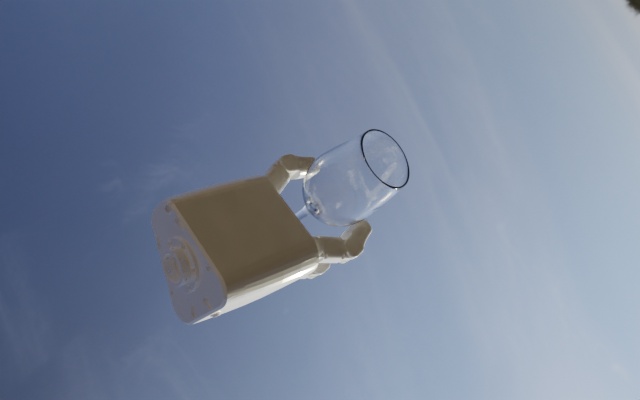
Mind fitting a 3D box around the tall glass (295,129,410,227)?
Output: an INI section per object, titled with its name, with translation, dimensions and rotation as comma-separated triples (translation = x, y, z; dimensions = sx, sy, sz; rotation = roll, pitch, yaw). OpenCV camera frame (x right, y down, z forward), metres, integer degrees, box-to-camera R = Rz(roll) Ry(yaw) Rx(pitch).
[tall glass]
translation = 0.000, 0.002, 0.505
dimensions = 0.079, 0.079, 0.201
rotation = 0, -24, -42
